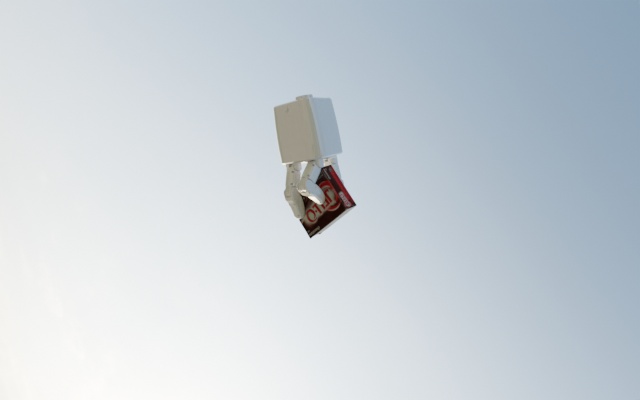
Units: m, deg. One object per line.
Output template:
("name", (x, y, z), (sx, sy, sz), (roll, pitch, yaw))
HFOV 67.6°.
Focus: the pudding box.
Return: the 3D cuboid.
("pudding box", (0.000, 0.003, 0.866), (0.039, 0.090, 0.113), (-18, -18, -46))
